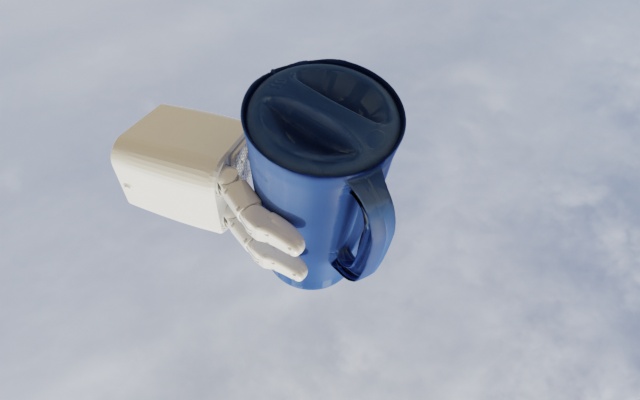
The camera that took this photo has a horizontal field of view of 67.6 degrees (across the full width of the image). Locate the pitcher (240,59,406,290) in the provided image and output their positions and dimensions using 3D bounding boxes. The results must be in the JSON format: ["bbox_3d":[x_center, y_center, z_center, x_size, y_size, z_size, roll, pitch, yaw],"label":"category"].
[{"bbox_3d":[0.000,0.001,0.470,0.145,0.149,0.243,15,-34,7],"label":"pitcher"}]
